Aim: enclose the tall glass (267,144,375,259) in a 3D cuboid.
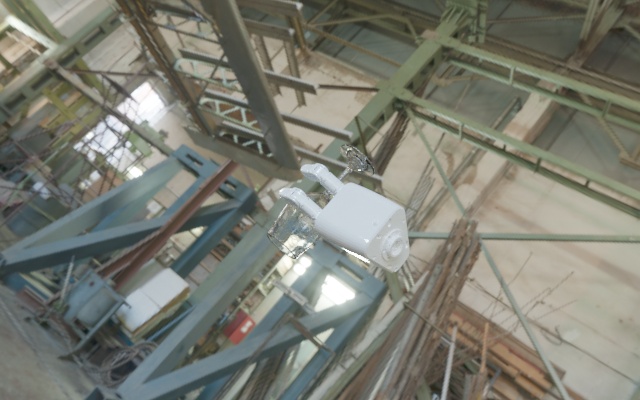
[{"bbox_3d":[0.000,0.002,0.790,0.079,0.201,0.079,38,-16,13],"label":"tall glass"}]
